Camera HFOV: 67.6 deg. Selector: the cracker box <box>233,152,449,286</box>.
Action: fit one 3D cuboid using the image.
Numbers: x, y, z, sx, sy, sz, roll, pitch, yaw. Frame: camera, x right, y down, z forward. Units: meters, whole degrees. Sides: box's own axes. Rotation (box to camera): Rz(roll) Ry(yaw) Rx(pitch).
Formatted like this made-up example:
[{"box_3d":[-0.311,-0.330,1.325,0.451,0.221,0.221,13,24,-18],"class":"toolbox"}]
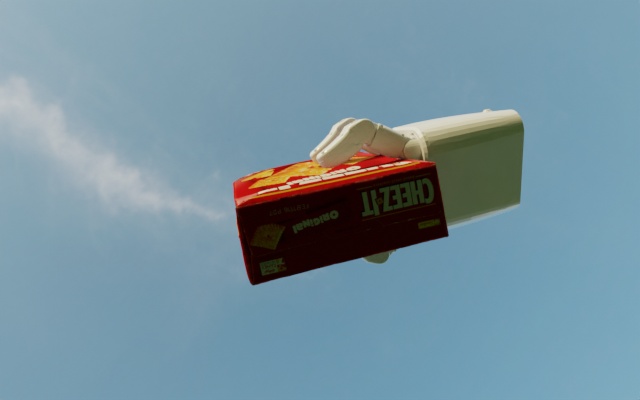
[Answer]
[{"box_3d":[0.000,0.002,0.467,0.164,0.072,0.213,-13,9,-9],"class":"cracker box"}]
